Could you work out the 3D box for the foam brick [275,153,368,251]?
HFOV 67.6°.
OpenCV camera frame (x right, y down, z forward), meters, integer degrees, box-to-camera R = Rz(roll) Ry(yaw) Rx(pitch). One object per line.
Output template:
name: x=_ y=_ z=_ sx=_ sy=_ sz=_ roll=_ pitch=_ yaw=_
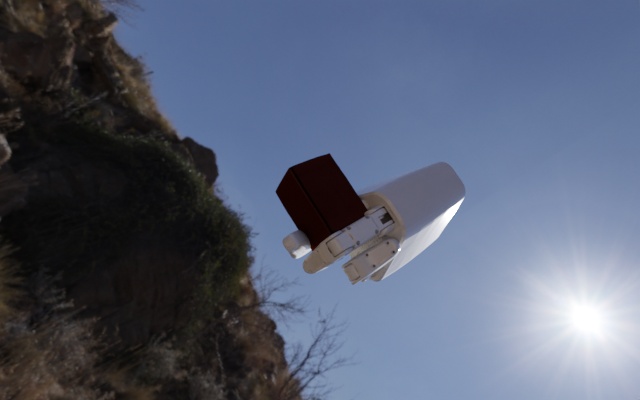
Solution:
foam brick: x=0.000 y=0.001 z=0.484 sx=0.051 sy=0.078 sz=0.053 roll=-26 pitch=-12 yaw=-32
